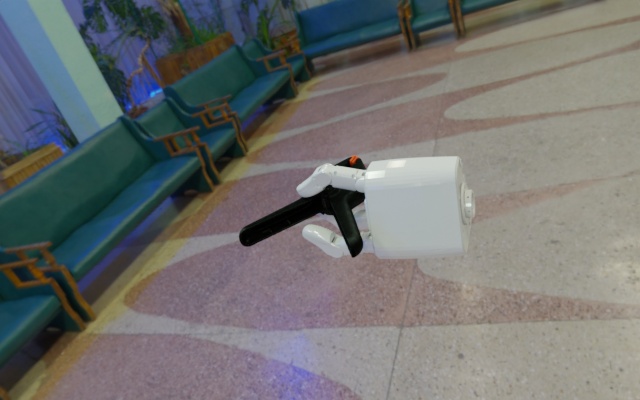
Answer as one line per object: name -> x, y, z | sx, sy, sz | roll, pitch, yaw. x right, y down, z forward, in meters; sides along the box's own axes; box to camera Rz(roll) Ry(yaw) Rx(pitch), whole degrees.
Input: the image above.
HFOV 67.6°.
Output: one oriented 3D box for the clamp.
clamp -> 0.000, 0.001, 0.625 | 0.164, 0.036, 0.210 | -1, 32, 23
